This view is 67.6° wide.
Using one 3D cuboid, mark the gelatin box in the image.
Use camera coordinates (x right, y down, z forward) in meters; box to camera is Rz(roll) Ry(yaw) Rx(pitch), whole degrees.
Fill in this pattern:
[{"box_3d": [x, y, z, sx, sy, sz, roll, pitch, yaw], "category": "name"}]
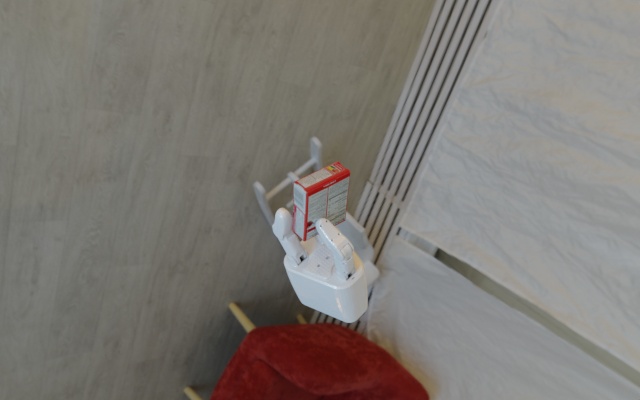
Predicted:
[{"box_3d": [0.000, 0.002, 0.623, 0.073, 0.089, 0.030, -27, 50, -30], "category": "gelatin box"}]
